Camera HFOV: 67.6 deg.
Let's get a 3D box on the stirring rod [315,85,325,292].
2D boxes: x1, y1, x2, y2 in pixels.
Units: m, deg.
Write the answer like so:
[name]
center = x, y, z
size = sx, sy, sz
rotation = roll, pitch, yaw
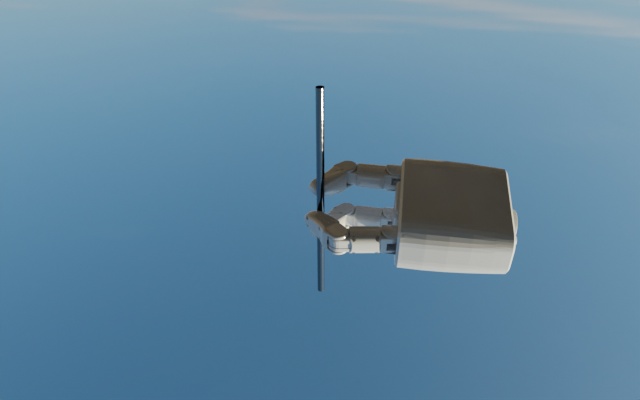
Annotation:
[stirring rod]
center = 0.000, 0.002, 0.482
size = 0.011, 0.240, 0.011
rotation = 0, 34, 0
